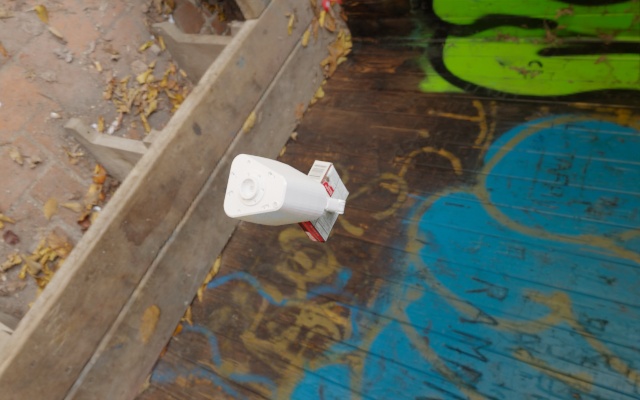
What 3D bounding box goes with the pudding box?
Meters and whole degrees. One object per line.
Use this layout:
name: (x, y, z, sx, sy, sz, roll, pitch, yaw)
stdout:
pudding box: (0.000, 0.003, 0.822, 0.039, 0.113, 0.090, 11, -29, 33)
